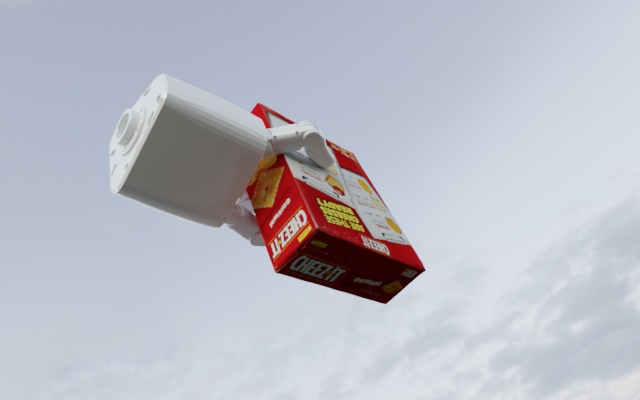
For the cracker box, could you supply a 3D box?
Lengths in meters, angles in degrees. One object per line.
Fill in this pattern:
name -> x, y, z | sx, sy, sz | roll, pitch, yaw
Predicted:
cracker box -> 0.000, 0.002, 0.534 | 0.164, 0.072, 0.213 | 23, 28, -39
